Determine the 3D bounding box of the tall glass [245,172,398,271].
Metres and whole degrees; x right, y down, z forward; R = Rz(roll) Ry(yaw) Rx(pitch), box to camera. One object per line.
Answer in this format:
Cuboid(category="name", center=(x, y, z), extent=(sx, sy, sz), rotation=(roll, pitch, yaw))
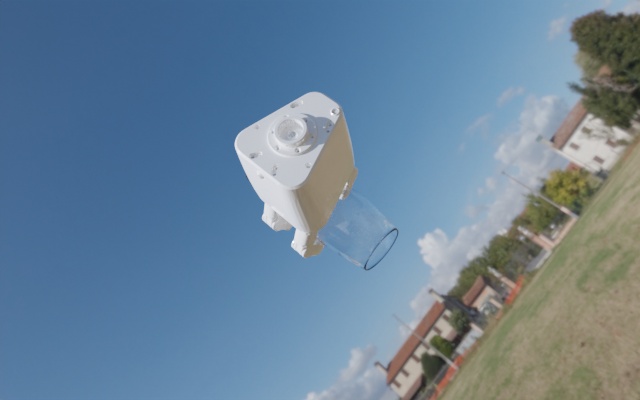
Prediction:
Cuboid(category="tall glass", center=(0.000, 0.002, 0.600), extent=(0.201, 0.079, 0.079), rotation=(38, 16, 22))
